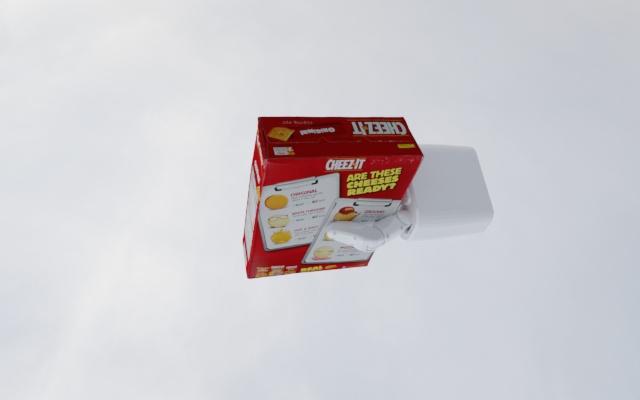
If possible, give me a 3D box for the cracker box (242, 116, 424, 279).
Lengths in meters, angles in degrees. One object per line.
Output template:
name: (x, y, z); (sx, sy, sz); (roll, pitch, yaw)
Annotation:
cracker box: (0.000, 0.002, 0.552); (0.164, 0.072, 0.214); (-3, -39, -17)
